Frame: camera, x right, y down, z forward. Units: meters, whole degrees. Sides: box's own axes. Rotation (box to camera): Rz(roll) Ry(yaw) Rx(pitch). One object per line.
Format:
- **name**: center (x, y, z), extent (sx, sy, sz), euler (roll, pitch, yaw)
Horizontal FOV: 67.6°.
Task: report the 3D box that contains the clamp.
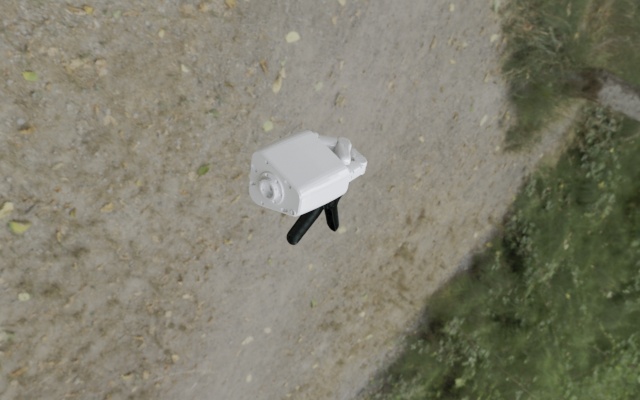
- **clamp**: center (0.001, 0.003, 0.807), extent (0.039, 0.172, 0.120), euler (33, 40, 28)
